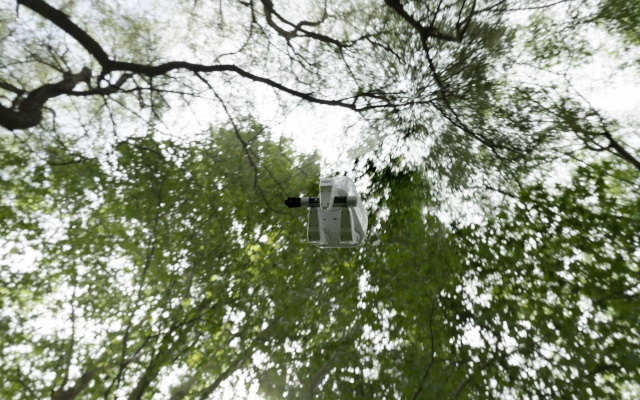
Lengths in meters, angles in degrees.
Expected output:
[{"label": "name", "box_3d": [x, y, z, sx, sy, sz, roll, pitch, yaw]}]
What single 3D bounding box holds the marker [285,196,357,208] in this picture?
[{"label": "marker", "box_3d": [0.000, 0.003, 0.792, 0.121, 0.020, 0.020, -1, 0, 12]}]
